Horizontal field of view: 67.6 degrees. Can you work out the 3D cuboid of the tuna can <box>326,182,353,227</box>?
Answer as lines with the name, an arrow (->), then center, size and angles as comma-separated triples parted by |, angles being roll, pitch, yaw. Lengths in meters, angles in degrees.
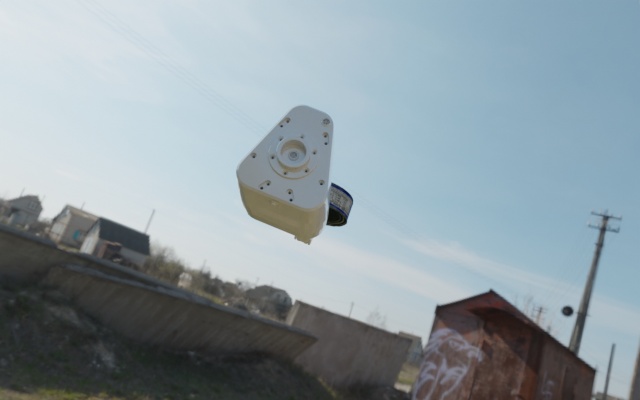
tuna can -> 0.000, 0.002, 0.642 | 0.086, 0.033, 0.086 | 18, -20, 7
